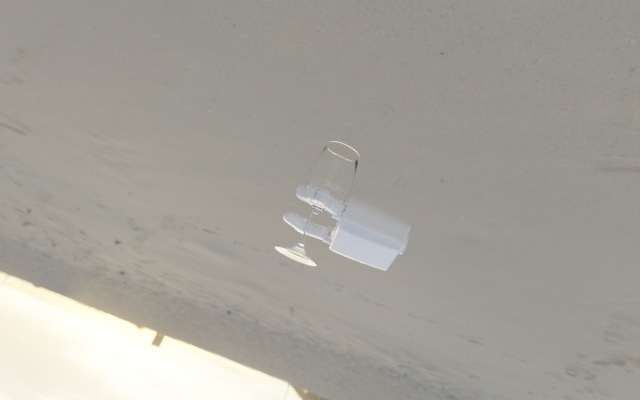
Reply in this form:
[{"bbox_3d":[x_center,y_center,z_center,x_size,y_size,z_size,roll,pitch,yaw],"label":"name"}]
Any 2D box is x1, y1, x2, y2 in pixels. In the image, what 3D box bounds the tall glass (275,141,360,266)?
[{"bbox_3d":[0.000,0.003,0.793,0.079,0.201,0.079,22,-16,7],"label":"tall glass"}]
